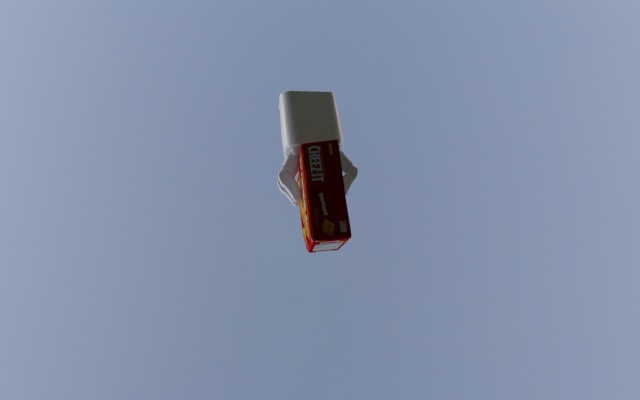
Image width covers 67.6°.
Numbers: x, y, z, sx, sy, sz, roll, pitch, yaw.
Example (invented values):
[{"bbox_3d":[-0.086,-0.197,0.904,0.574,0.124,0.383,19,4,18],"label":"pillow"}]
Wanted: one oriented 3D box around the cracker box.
[{"bbox_3d":[0.000,0.003,0.859,0.072,0.164,0.214,-7,-11,-5],"label":"cracker box"}]
